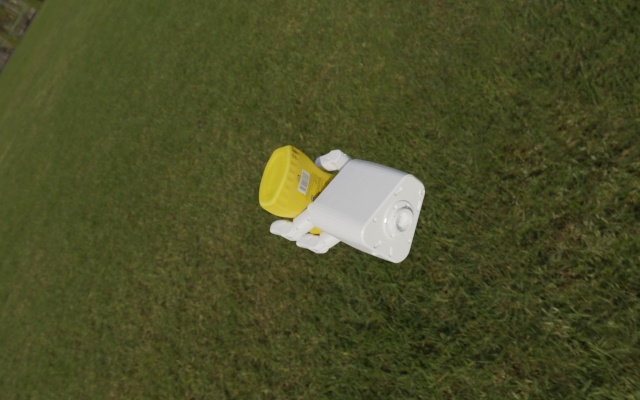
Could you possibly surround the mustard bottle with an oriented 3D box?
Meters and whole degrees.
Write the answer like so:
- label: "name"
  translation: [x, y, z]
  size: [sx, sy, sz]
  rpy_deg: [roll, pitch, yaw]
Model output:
- label: "mustard bottle"
  translation: [0.000, 0.002, 0.714]
  size: [0.058, 0.096, 0.192]
  rpy_deg: [-12, -33, 43]
